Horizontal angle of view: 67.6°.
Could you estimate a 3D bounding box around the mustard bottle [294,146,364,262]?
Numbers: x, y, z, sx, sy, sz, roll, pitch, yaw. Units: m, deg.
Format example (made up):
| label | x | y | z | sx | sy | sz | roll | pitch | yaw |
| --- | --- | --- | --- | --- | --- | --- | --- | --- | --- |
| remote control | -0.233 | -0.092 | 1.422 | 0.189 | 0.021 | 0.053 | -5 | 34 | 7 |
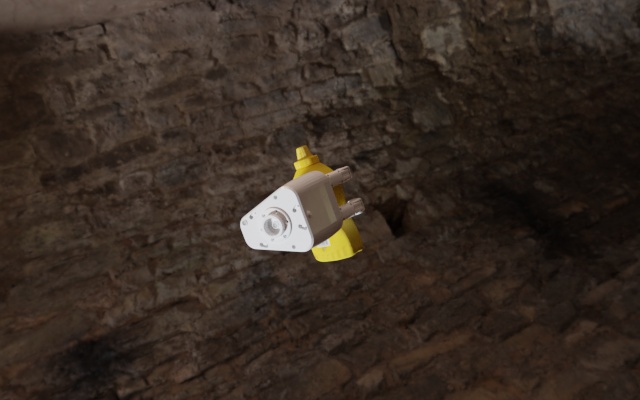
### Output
| label | x | y | z | sx | sy | sz | roll | pitch | yaw |
| --- | --- | --- | --- | --- | --- | --- | --- | --- | --- |
| mustard bottle | 0.000 | 0.003 | 0.788 | 0.058 | 0.191 | 0.096 | -24 | 6 | -39 |
